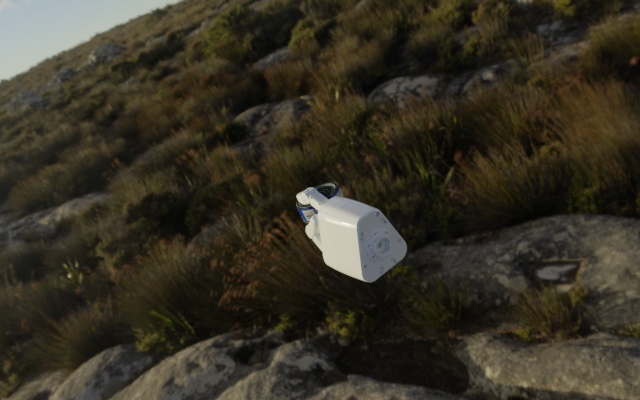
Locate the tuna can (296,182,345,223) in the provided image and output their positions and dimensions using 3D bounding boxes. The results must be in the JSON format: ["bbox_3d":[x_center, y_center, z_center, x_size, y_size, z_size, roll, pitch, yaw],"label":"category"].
[{"bbox_3d":[0.000,0.002,0.862,0.086,0.034,0.086,-24,22,10],"label":"tuna can"}]
